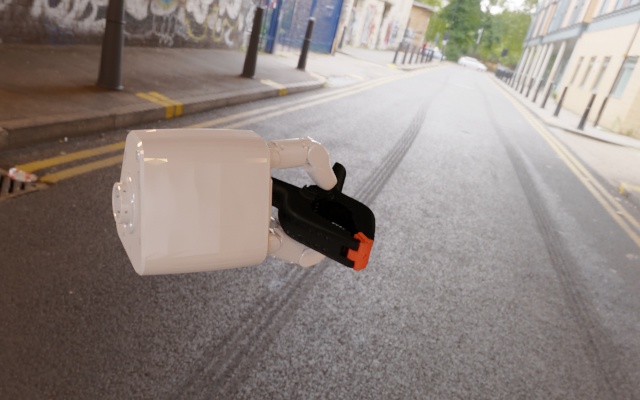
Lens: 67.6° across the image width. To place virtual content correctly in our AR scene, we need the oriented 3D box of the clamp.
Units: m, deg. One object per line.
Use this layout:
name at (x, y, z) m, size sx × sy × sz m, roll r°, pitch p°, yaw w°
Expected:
clamp at (0.000, 0.001, 0.487) m, size 0.164 × 0.036 × 0.210 m, roll -5°, pitch 28°, yaw -34°
